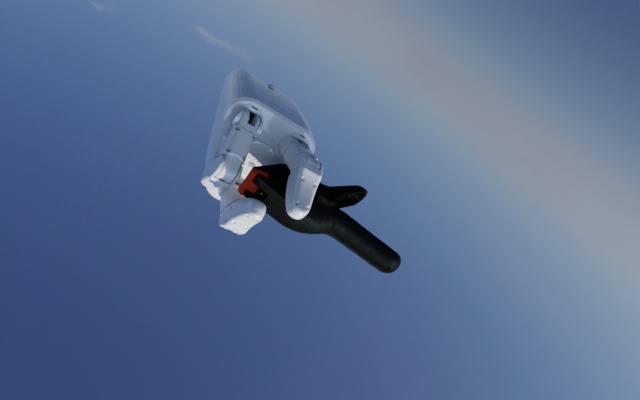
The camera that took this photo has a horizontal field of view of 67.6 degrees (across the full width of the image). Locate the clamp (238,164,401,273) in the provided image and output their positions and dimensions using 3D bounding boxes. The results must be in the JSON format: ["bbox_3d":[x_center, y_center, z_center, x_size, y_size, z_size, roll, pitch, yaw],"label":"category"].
[{"bbox_3d":[0.000,0.002,0.474,0.171,0.039,0.120,28,22,-26],"label":"clamp"}]
